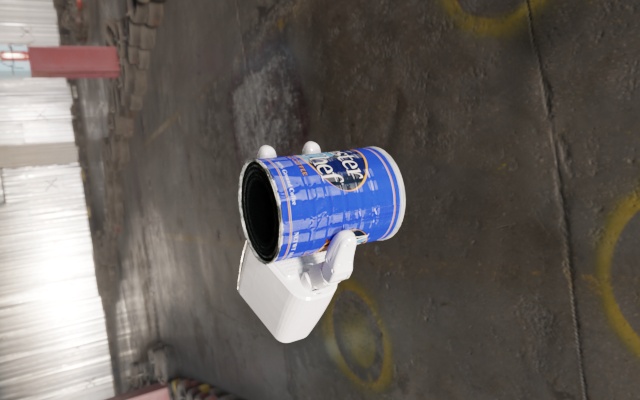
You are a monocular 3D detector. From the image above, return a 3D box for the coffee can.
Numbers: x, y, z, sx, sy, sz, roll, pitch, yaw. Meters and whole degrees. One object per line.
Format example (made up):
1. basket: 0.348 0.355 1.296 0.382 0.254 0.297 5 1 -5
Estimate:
1. coffee can: 0.000 0.002 0.488 0.140 0.103 0.103 -9 4 -29
